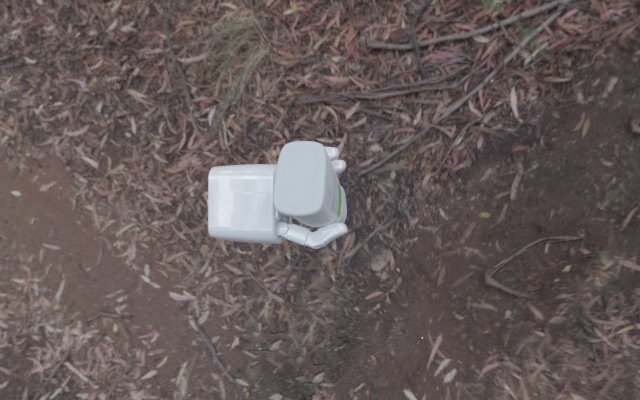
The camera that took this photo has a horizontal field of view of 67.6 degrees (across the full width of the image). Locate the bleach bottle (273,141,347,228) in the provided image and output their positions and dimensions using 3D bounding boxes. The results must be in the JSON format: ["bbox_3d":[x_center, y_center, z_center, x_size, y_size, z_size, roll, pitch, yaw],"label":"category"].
[{"bbox_3d":[0.000,0.002,0.709,0.068,0.102,0.251,2,-15,13],"label":"bleach bottle"}]
